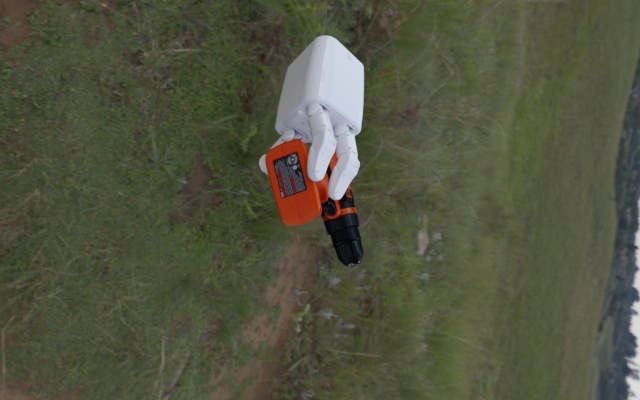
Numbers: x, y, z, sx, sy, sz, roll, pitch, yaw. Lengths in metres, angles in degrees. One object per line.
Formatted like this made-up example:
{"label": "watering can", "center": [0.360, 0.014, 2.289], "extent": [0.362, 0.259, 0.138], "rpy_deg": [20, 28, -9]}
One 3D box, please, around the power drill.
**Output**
{"label": "power drill", "center": [0.000, 0.002, 0.651], "extent": [0.057, 0.184, 0.188], "rpy_deg": [-21, -13, 16]}
